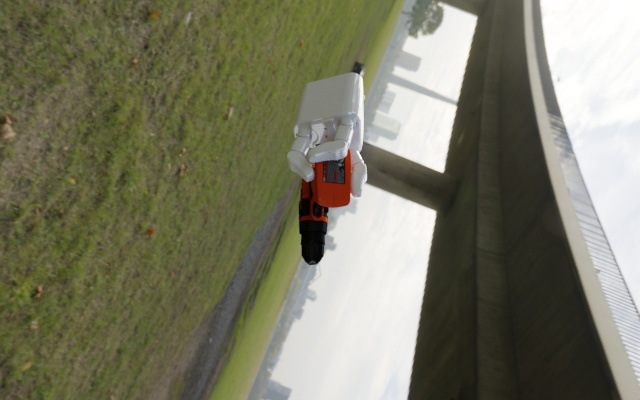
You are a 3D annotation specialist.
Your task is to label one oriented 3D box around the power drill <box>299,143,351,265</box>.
[{"bbox_3d":[0.000,0.002,0.794,0.057,0.184,0.188,3,-19,-13],"label":"power drill"}]
